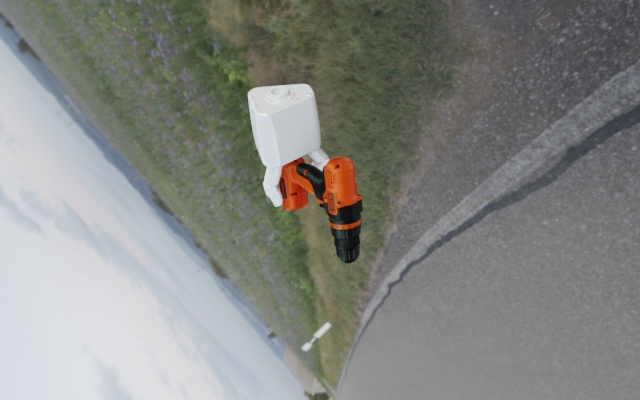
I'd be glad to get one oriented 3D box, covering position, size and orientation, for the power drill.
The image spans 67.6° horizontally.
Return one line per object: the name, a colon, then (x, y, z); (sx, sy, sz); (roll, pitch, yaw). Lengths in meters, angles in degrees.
power drill: (0.000, 0.002, 0.831); (0.057, 0.184, 0.187); (-20, 26, -33)
